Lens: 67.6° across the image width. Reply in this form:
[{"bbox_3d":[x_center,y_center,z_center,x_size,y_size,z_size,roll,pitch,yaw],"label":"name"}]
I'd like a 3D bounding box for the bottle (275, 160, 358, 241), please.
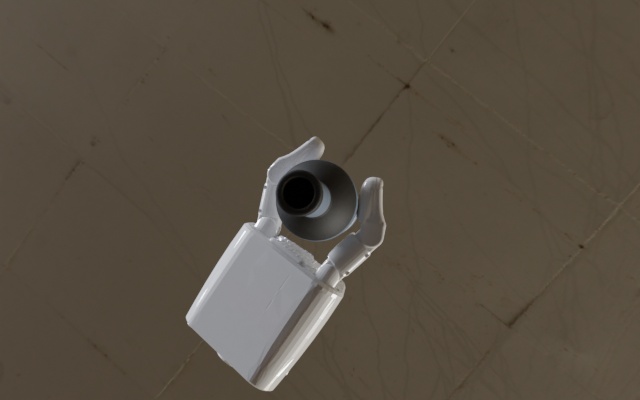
[{"bbox_3d":[0.000,0.001,0.423,0.069,0.069,0.296,0,-2,5],"label":"bottle"}]
